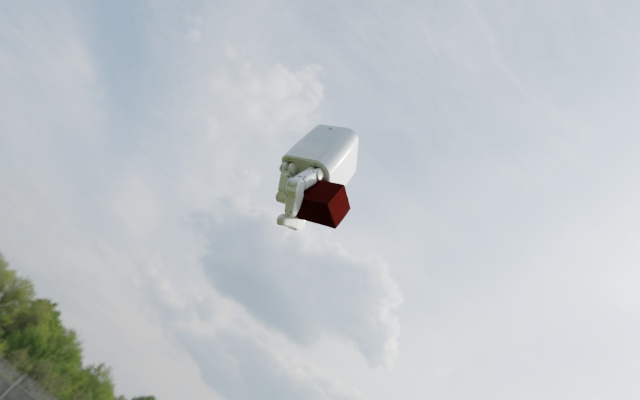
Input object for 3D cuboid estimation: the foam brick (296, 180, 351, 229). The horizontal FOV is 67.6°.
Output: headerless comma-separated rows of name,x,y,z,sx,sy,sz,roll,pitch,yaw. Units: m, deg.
foam brick,0.000,0.003,0.761,0.078,0.053,0.051,14,46,35
